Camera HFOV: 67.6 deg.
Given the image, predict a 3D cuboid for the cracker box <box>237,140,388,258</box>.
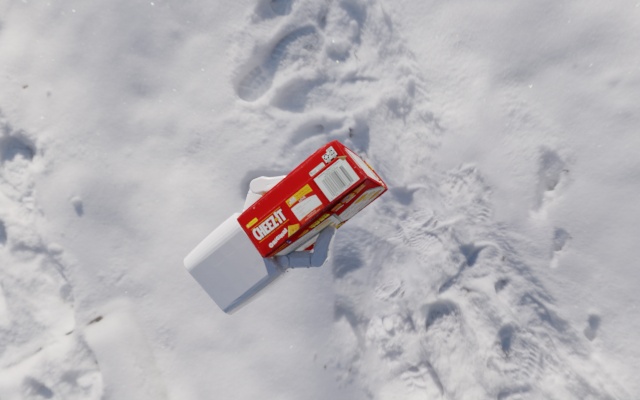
[{"bbox_3d":[0.000,0.002,0.675,0.164,0.072,0.214,-39,-11,10],"label":"cracker box"}]
